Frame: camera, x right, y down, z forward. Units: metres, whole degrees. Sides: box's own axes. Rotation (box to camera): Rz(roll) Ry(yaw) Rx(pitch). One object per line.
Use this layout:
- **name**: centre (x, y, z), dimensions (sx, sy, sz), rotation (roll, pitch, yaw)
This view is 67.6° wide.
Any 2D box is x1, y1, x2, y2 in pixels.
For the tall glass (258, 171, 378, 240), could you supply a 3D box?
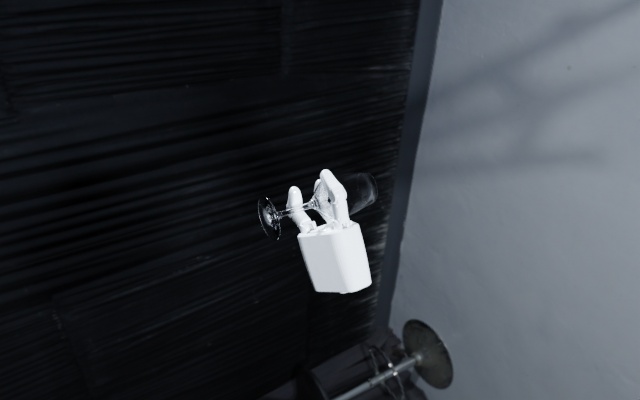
- **tall glass**: centre (0.000, 0.003, 0.814), dimensions (0.201, 0.079, 0.079), rotation (-18, 8, -28)
